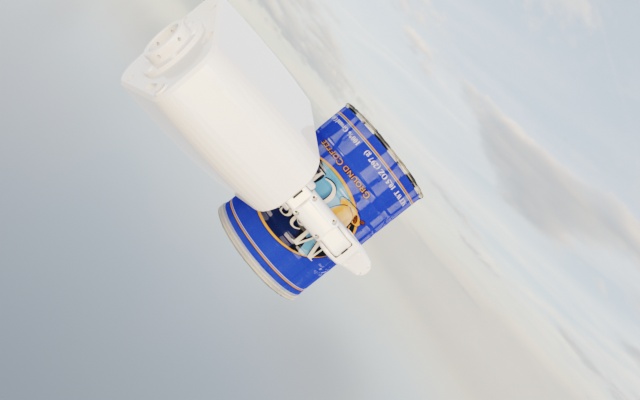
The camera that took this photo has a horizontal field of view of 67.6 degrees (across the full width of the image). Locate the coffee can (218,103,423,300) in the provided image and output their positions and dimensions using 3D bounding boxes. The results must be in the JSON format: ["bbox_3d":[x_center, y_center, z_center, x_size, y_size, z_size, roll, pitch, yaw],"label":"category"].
[{"bbox_3d":[0.000,0.002,0.408,0.140,0.103,0.103,-39,-3,4],"label":"coffee can"}]
